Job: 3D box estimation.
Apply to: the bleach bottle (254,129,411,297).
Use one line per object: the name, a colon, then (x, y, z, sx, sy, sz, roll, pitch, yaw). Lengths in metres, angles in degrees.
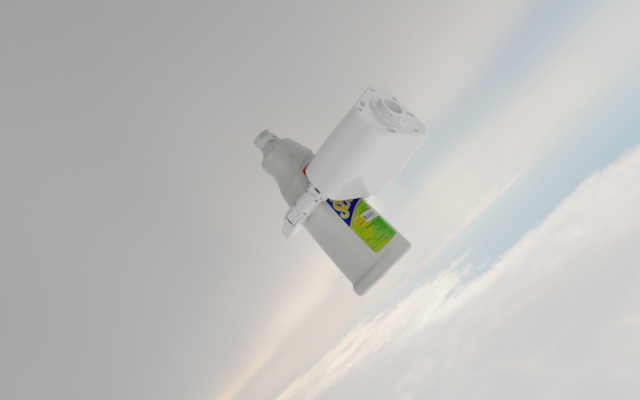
bleach bottle: (0.000, 0.002, 0.631, 0.102, 0.251, 0.068, -31, -17, -51)
